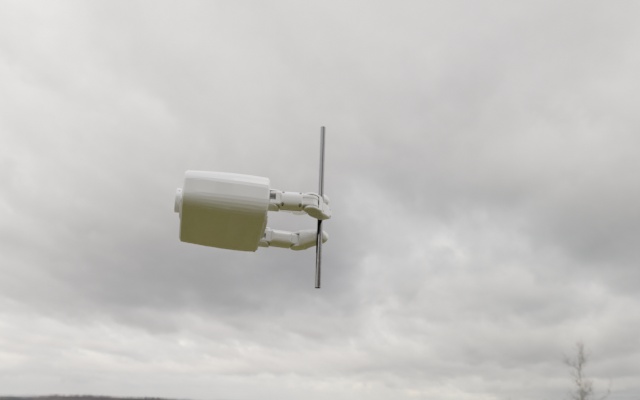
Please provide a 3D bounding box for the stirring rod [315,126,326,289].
[{"bbox_3d":[0.000,0.002,0.663,0.011,0.239,0.011,2,-23,1],"label":"stirring rod"}]
